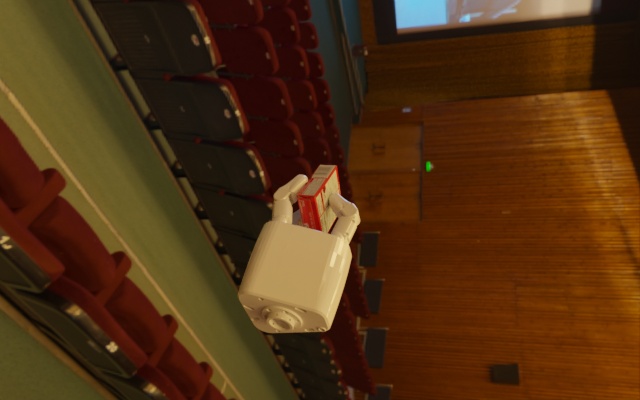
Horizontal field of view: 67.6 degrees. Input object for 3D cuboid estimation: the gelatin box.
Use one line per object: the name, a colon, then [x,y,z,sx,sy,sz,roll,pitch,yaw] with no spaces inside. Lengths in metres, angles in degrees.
gelatin box: [0.001,0.002,0.671,0.030,0.073,0.089,5,35,22]
